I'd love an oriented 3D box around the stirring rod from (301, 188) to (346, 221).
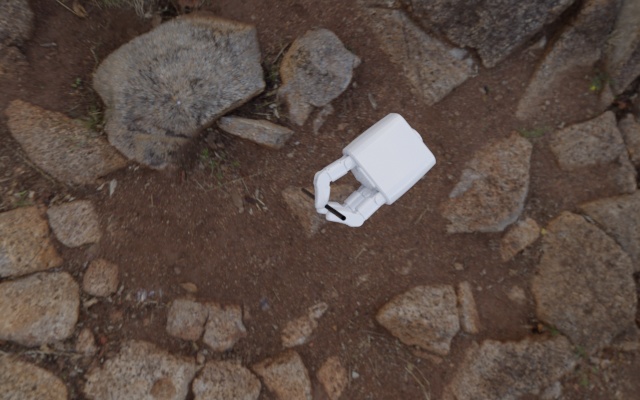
[{"bbox_3d":[0.000,0.003,0.803,0.011,0.011,0.239,0,11,-16],"label":"stirring rod"}]
